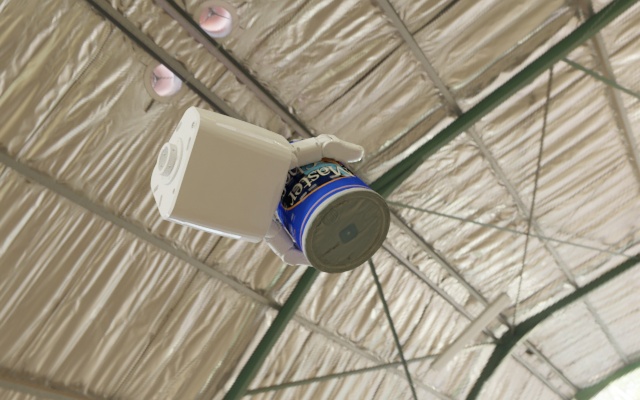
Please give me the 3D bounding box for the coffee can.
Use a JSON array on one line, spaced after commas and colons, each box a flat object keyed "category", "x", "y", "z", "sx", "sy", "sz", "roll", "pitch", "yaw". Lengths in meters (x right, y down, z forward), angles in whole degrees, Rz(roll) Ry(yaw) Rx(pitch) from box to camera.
[{"category": "coffee can", "x": 0.000, "y": 0.002, "z": 0.550, "sx": 0.103, "sy": 0.103, "sz": 0.140, "roll": 0, "pitch": 28, "yaw": -29}]
